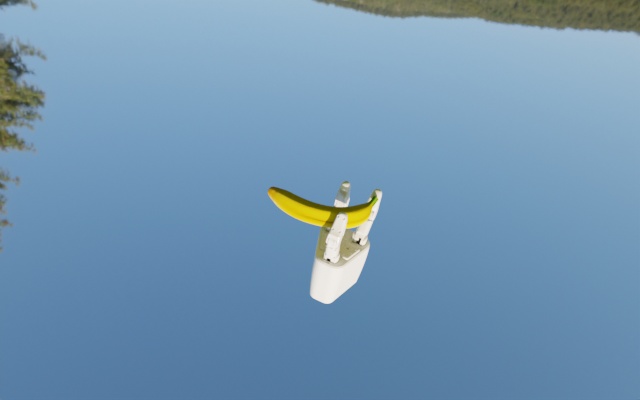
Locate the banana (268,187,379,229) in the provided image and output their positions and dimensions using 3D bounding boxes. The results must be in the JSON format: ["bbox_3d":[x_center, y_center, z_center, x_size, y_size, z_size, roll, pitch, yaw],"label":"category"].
[{"bbox_3d":[0.003,0.016,0.835,0.198,0.037,0.069,7,42,-4],"label":"banana"}]
